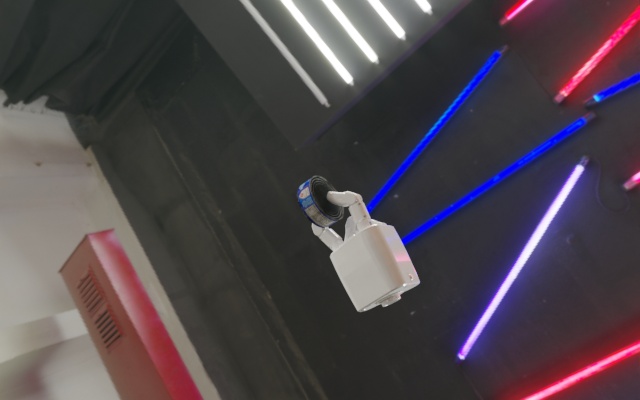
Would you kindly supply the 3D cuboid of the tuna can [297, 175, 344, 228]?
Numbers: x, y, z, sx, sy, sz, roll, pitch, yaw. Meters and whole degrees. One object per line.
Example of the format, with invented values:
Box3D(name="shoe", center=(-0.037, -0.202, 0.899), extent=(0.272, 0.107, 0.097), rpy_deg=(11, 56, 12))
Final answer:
Box3D(name="tuna can", center=(0.000, 0.003, 0.809), extent=(0.034, 0.086, 0.086), rpy_deg=(-33, -17, 28))
